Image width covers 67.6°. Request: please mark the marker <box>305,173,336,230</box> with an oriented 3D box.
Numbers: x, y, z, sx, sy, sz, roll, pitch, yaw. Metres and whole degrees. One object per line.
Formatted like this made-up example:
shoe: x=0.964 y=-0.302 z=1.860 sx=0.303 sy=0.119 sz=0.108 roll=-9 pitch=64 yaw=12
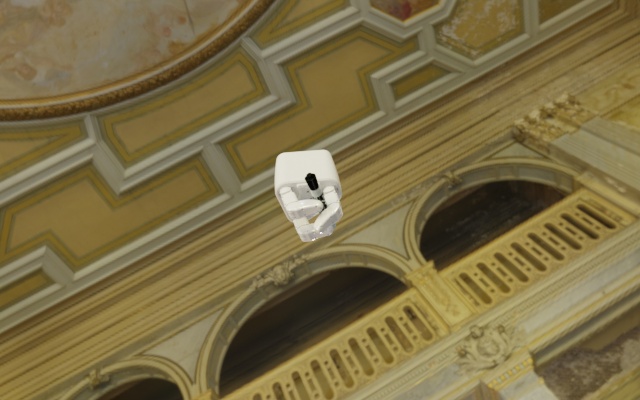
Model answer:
marker: x=0.000 y=0.003 z=0.793 sx=0.020 sy=0.121 sz=0.020 roll=-14 pitch=38 yaw=11
